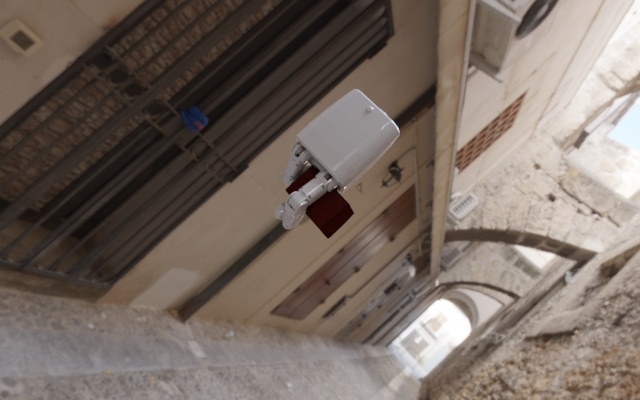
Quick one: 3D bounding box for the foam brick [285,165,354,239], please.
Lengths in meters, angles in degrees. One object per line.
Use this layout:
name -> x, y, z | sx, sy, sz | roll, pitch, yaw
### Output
foam brick -> 0.000, 0.002, 0.644 | 0.051, 0.078, 0.053 | -41, -21, -3
